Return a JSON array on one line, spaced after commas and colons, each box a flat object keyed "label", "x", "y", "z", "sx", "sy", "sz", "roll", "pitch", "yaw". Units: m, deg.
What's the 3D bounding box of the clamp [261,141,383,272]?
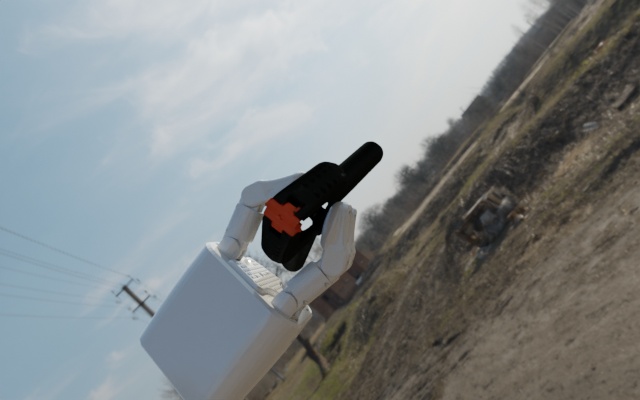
[{"label": "clamp", "x": -0.001, "y": 0.001, "z": 0.424, "sx": 0.036, "sy": 0.164, "sz": 0.210, "roll": 36, "pitch": 1, "yaw": 9}]
